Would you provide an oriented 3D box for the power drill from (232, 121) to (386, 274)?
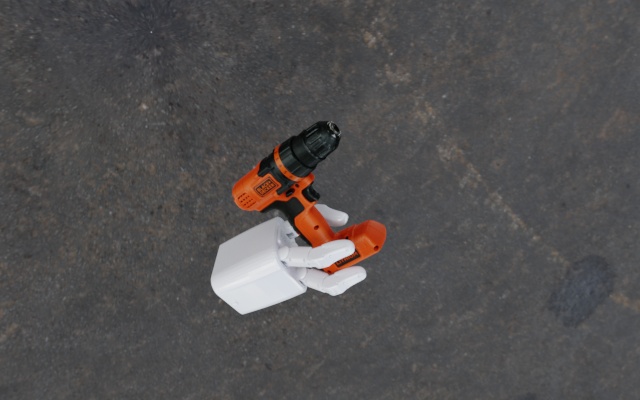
[{"bbox_3d":[0.000,0.003,0.628,0.184,0.188,0.057,-32,20,36],"label":"power drill"}]
